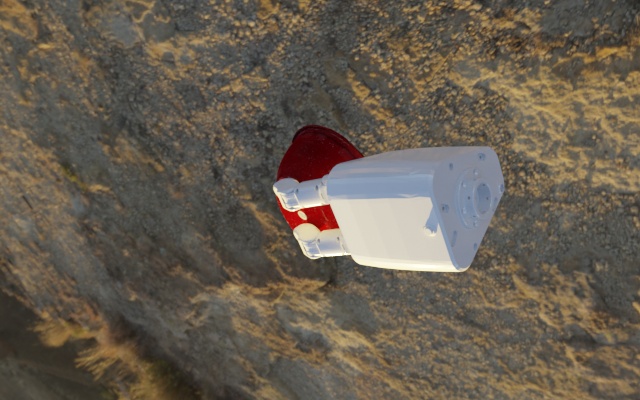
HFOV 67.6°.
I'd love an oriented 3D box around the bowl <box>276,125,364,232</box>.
[{"bbox_3d":[-0.001,0.002,0.524,0.055,0.162,0.162,-33,17,-28],"label":"bowl"}]
